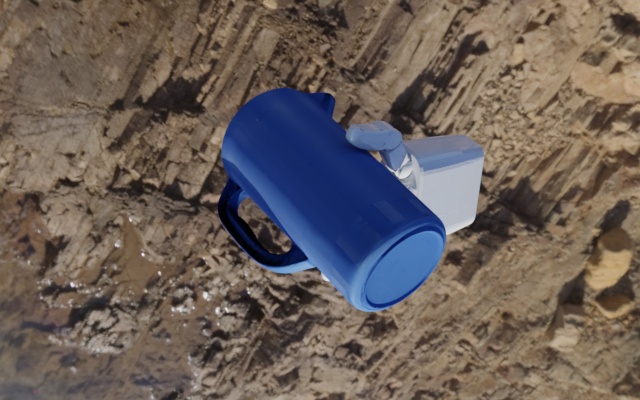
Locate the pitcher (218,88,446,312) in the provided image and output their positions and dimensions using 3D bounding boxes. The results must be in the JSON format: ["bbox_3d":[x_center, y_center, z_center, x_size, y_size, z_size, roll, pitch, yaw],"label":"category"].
[{"bbox_3d":[0.000,0.002,0.488,0.145,0.149,0.242,-12,41,-33],"label":"pitcher"}]
